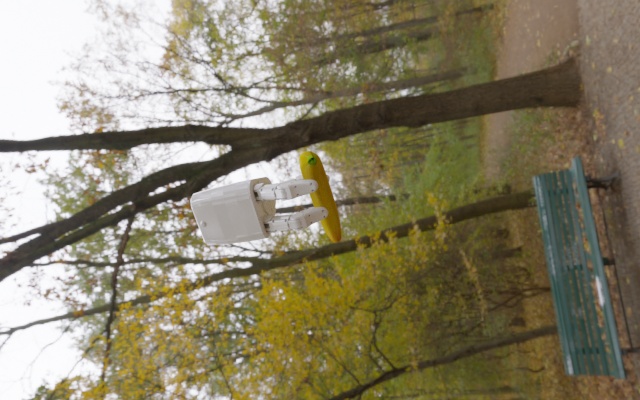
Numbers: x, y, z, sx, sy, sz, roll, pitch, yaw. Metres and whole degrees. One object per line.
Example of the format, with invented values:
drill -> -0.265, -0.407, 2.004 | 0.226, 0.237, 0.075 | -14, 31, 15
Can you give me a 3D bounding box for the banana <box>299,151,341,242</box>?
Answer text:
banana -> -0.002, -0.013, 0.770 | 0.037, 0.069, 0.198 | -13, -44, 8
